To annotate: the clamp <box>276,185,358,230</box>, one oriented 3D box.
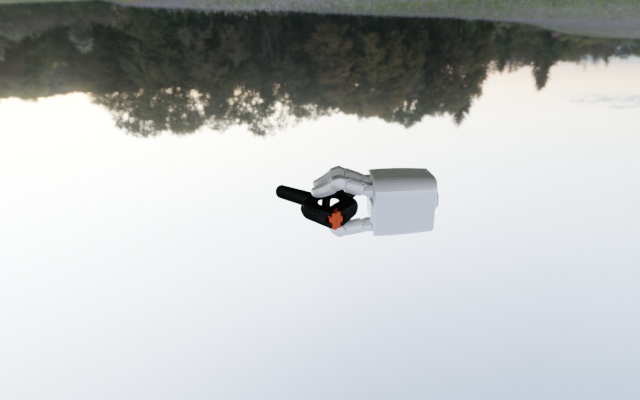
[{"bbox_3d":[0.000,0.004,0.817,0.164,0.036,0.210,-3,17,0],"label":"clamp"}]
